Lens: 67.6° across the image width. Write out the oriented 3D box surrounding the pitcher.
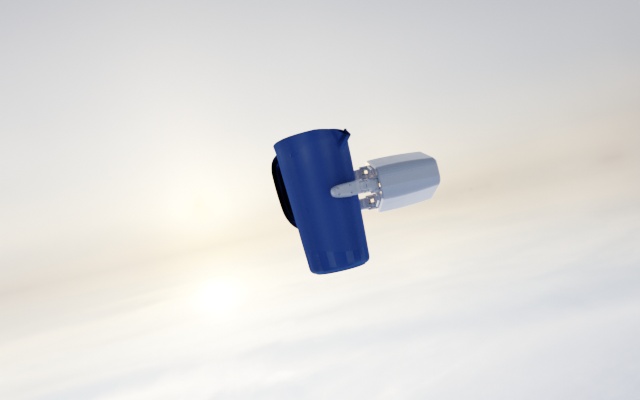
[{"bbox_3d":[0.000,0.003,0.840,0.145,0.243,0.149,-13,-2,-6],"label":"pitcher"}]
